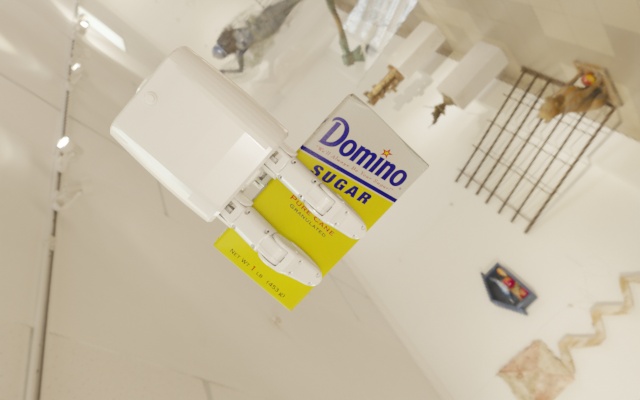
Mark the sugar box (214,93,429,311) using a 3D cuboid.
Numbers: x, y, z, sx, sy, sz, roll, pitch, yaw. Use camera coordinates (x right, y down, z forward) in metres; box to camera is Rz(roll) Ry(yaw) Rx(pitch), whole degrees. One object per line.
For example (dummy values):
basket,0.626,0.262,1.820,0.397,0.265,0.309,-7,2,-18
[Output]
sugar box,0.000,0.001,0.421,0.093,0.176,0.048,41,8,-9
